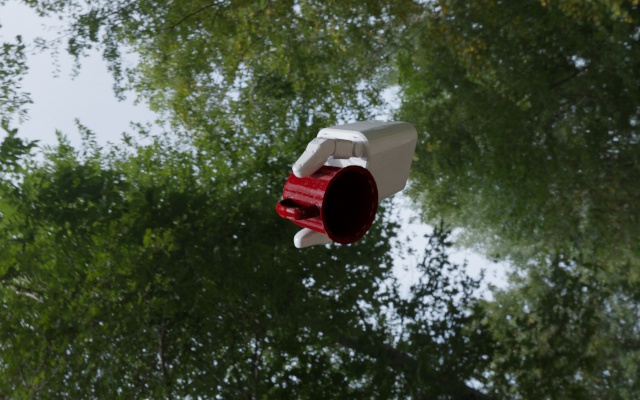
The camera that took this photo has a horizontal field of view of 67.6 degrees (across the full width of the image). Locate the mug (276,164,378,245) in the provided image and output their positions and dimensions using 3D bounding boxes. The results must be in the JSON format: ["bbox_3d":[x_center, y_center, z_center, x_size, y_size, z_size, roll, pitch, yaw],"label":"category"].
[{"bbox_3d":[-0.001,0.002,0.567,0.117,0.093,0.081,-19,22,-38],"label":"mug"}]
